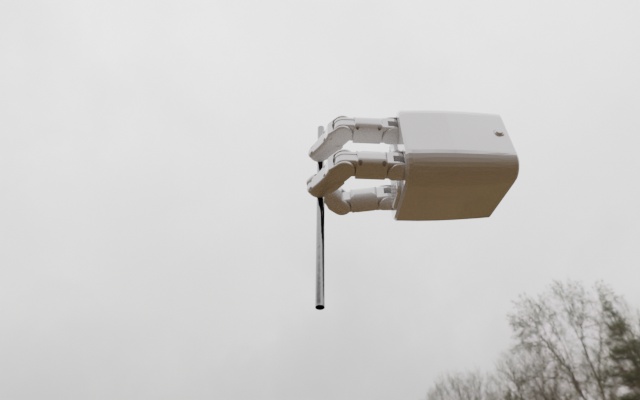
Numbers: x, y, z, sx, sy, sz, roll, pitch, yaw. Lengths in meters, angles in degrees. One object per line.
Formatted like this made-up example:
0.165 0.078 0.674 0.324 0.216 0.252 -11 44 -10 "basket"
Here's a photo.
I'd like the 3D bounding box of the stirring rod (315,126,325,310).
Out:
0.000 0.002 0.474 0.011 0.239 0.011 0 -44 0 "stirring rod"
